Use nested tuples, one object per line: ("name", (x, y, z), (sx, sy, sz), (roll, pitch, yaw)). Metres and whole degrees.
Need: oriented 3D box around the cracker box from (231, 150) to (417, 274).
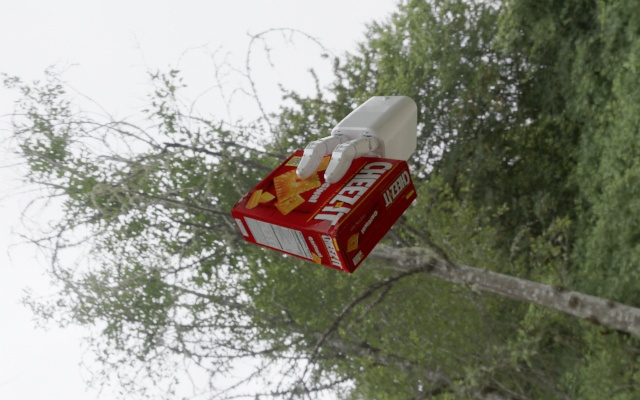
("cracker box", (0.000, 0.002, 0.678), (0.213, 0.072, 0.164), (10, 45, 43))
